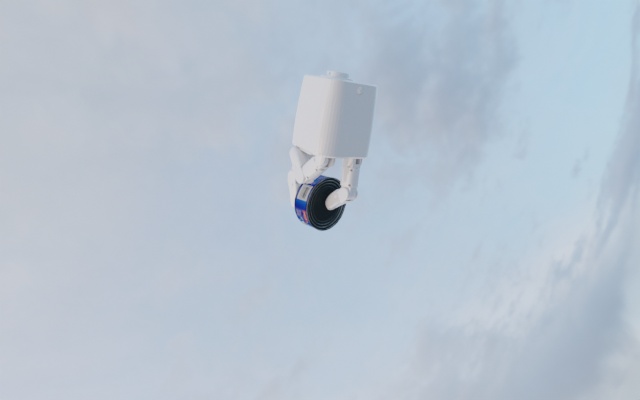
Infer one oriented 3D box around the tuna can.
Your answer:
[{"bbox_3d":[0.000,0.002,0.756,0.086,0.086,0.033,0,13,-45],"label":"tuna can"}]
